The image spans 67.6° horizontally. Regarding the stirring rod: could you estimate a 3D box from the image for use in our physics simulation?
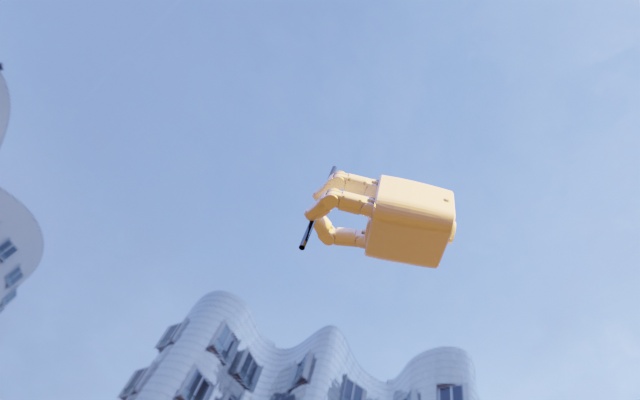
[{"bbox_3d":[0.000,0.002,0.706,0.011,0.011,0.239,0,29,13],"label":"stirring rod"}]
